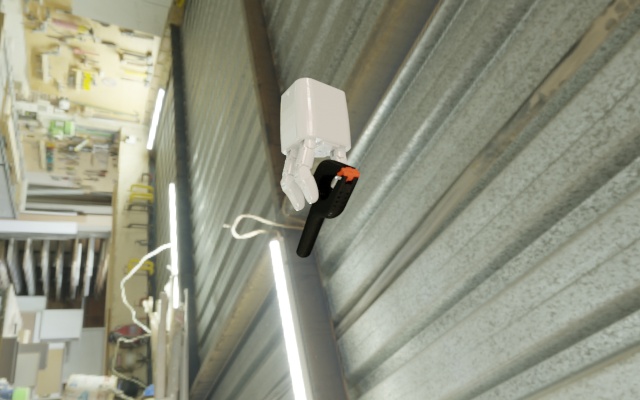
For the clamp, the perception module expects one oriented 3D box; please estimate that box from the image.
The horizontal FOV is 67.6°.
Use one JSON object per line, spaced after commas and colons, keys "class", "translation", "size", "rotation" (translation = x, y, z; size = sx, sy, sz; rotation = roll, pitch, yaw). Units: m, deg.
{"class": "clamp", "translation": [0.001, 0.002, 0.780], "size": [0.036, 0.164, 0.210], "rotation": [1, -13, -27]}
